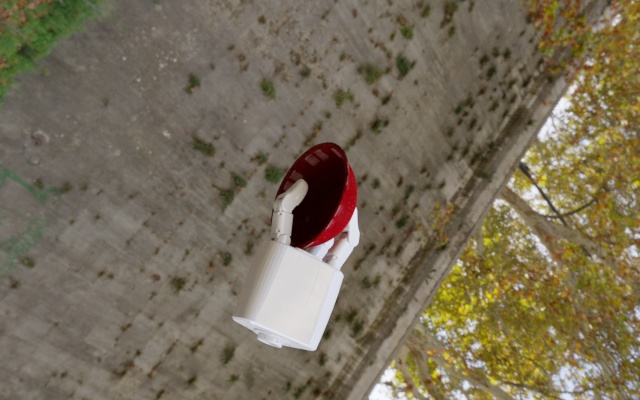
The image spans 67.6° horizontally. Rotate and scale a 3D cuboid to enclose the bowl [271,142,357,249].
[{"bbox_3d":[0.001,0.001,0.669,0.055,0.162,0.162,26,-15,-34],"label":"bowl"}]
